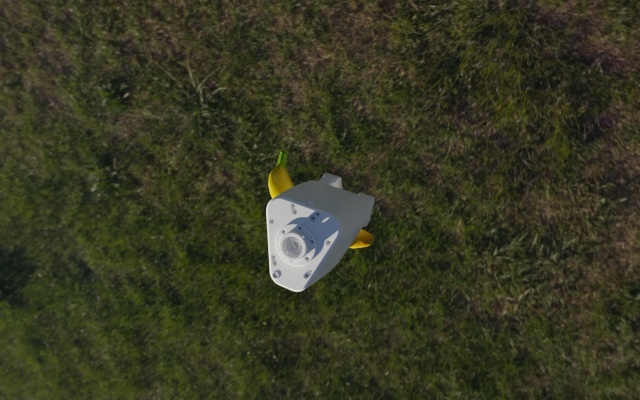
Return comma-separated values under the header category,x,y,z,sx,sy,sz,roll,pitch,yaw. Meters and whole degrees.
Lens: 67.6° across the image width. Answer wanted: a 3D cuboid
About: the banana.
category,x,y,z,sx,sy,sz,roll,pitch,yaw
banana,-0.014,0.014,0.698,0.197,0.069,0.037,44,14,15
